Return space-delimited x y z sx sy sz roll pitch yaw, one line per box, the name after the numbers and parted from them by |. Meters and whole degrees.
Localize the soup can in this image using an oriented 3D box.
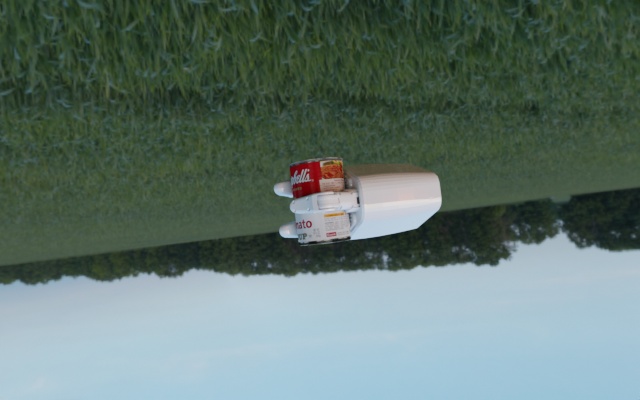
0.000 0.002 0.598 0.068 0.102 0.068 -7 -3 0 | soup can
